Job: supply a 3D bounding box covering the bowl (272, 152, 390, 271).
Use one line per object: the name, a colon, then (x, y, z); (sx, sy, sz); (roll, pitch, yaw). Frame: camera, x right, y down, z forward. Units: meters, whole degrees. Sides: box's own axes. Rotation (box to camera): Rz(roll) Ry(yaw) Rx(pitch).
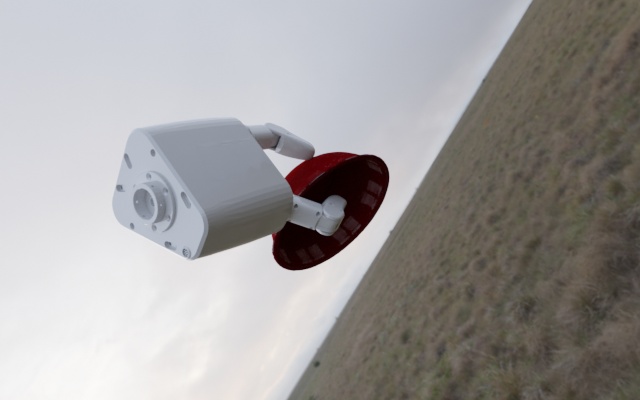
bowl: (0.001, 0.002, 0.537); (0.162, 0.162, 0.055); (0, 37, -49)
